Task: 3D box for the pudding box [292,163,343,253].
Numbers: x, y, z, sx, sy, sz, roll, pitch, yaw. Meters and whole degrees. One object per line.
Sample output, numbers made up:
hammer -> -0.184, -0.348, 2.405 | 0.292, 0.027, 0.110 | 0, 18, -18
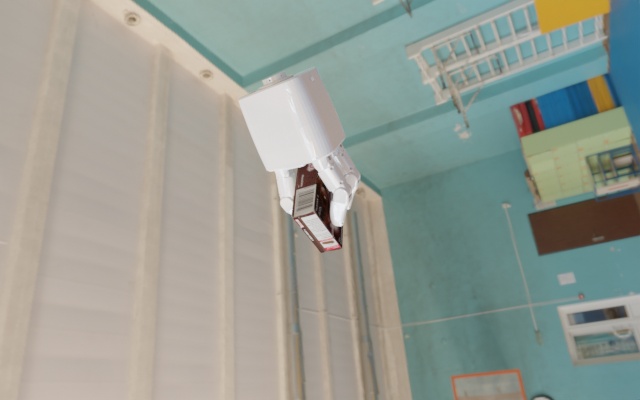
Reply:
pudding box -> 0.000, 0.002, 0.669 | 0.039, 0.113, 0.090 | -14, -43, 24
